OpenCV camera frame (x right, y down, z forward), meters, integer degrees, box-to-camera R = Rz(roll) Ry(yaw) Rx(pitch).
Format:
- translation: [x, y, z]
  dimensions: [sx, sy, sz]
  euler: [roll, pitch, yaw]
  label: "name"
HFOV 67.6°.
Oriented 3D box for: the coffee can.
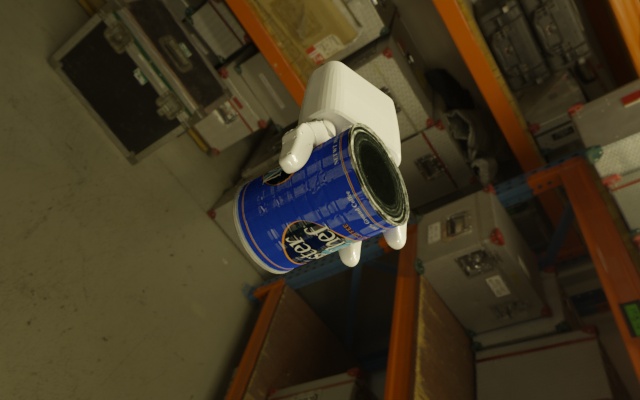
- translation: [0.000, 0.002, 0.467]
  dimensions: [0.140, 0.102, 0.103]
  euler: [-25, -12, 28]
  label: "coffee can"
